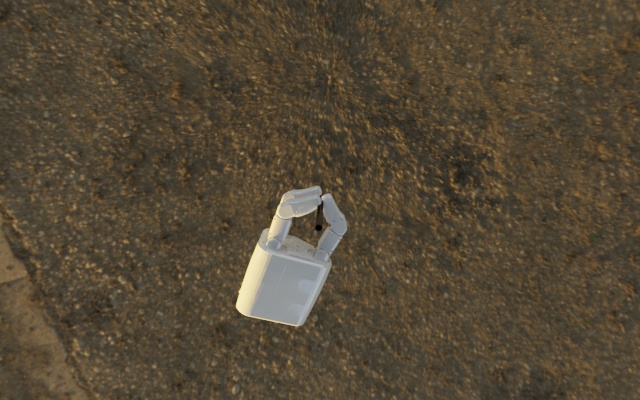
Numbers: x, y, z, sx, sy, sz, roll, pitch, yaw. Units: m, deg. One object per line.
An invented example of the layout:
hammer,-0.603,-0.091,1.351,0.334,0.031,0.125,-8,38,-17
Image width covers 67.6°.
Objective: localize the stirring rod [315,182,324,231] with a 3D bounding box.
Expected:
stirring rod,0.000,0.002,0.668,0.011,0.011,0.239,0,14,1
